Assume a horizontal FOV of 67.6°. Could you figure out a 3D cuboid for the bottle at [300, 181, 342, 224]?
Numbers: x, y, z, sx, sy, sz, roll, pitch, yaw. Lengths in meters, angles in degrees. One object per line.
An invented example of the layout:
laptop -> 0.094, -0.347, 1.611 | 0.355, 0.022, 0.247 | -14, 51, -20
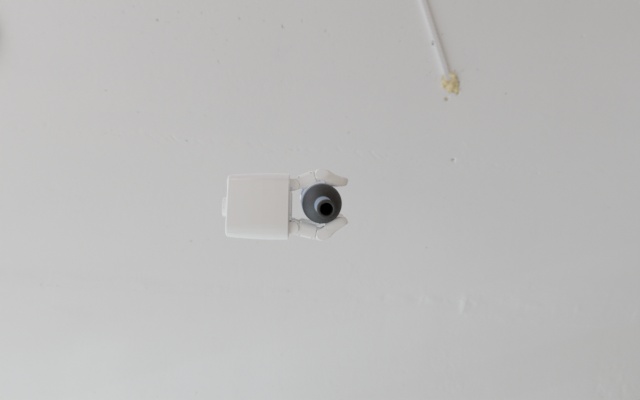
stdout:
bottle -> 0.000, 0.003, 0.818 | 0.069, 0.069, 0.295 | 0, 4, -3
